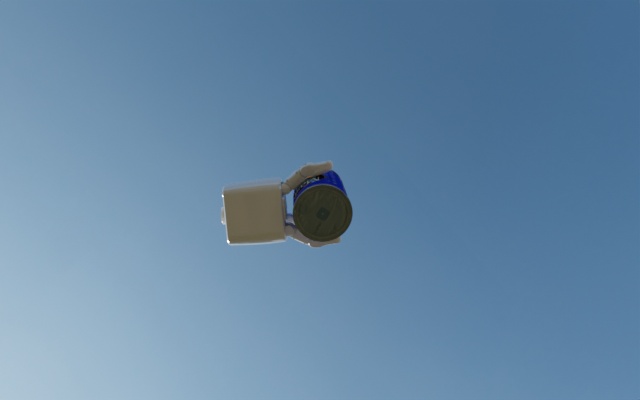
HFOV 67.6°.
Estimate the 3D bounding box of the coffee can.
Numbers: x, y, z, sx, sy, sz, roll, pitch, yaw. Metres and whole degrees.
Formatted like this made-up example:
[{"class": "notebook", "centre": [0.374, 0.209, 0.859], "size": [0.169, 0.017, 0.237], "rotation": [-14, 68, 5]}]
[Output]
[{"class": "coffee can", "centre": [0.000, 0.003, 0.876], "size": [0.103, 0.103, 0.140], "rotation": [0, 17, -3]}]
